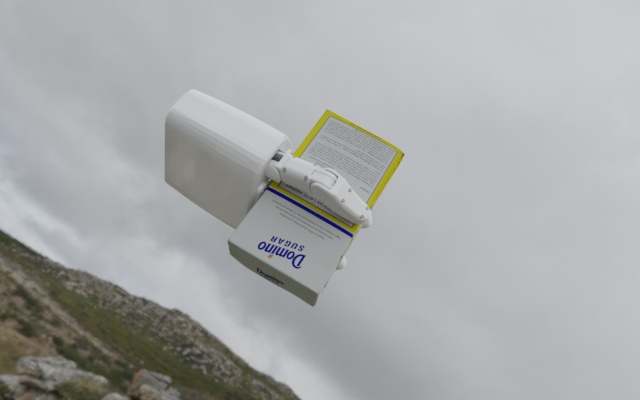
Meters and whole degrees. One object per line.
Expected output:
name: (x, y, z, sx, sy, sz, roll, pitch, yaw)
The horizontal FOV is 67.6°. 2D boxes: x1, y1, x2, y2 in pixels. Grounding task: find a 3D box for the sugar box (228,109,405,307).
sugar box: (0.000, 0.002, 0.456, 0.093, 0.176, 0.048, 30, -26, 9)
